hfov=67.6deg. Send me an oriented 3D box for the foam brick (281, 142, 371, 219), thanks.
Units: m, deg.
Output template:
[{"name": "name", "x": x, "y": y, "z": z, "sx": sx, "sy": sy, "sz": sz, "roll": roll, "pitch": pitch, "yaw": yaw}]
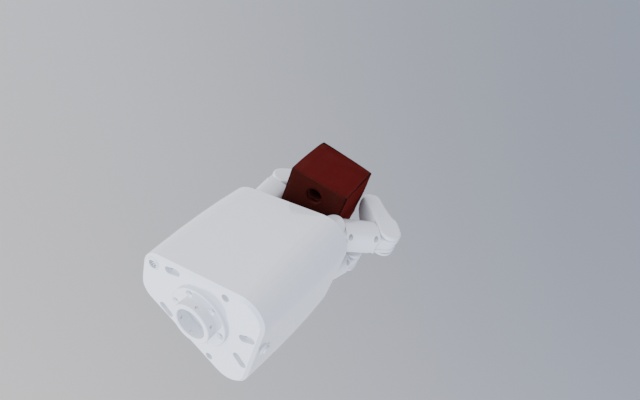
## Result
[{"name": "foam brick", "x": 0.000, "y": 0.001, "z": 0.415, "sx": 0.053, "sy": 0.078, "sz": 0.051, "roll": 32, "pitch": 40, "yaw": 13}]
